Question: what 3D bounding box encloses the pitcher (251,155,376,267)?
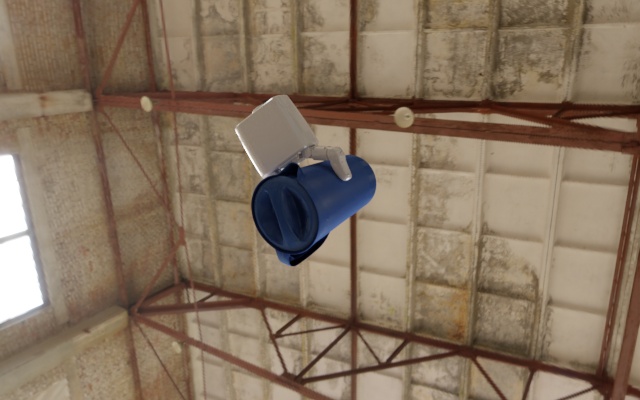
[{"bbox_3d":[0.000,0.003,0.852,0.149,0.145,0.242,-36,-5,36],"label":"pitcher"}]
